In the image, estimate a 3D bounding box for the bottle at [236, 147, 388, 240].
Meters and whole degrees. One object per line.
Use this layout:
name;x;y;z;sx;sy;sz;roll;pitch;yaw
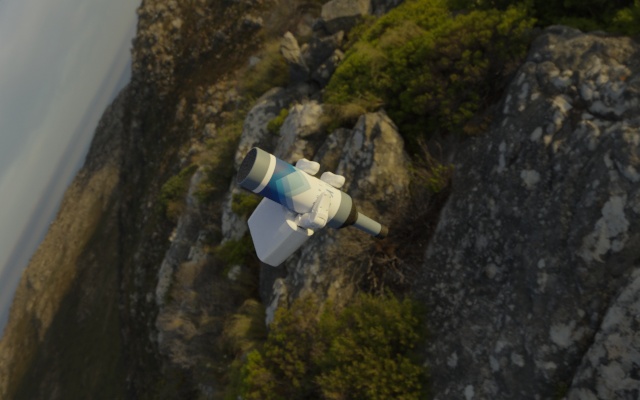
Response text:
bottle;0.000;0.003;0.826;0.296;0.069;0.069;26;-13;-27
